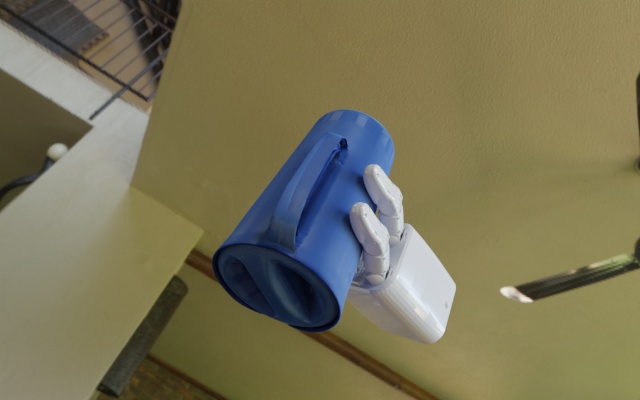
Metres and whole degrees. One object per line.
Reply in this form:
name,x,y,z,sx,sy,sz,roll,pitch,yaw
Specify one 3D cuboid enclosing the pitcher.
pitcher,0.000,0.002,0.514,0.149,0.145,0.242,-19,32,42
